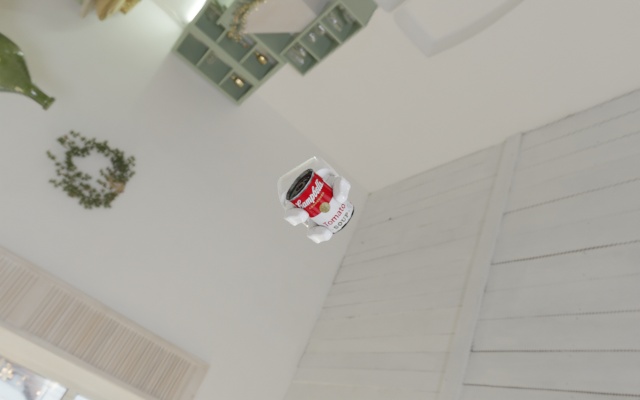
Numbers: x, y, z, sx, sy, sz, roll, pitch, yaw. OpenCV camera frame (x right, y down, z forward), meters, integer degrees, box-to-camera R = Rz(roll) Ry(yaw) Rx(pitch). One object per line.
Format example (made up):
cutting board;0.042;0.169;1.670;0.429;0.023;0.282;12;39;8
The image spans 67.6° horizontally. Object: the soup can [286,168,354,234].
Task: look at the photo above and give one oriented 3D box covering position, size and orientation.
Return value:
soup can;0.000;0.003;0.822;0.102;0.068;0.068;40;-17;-21
